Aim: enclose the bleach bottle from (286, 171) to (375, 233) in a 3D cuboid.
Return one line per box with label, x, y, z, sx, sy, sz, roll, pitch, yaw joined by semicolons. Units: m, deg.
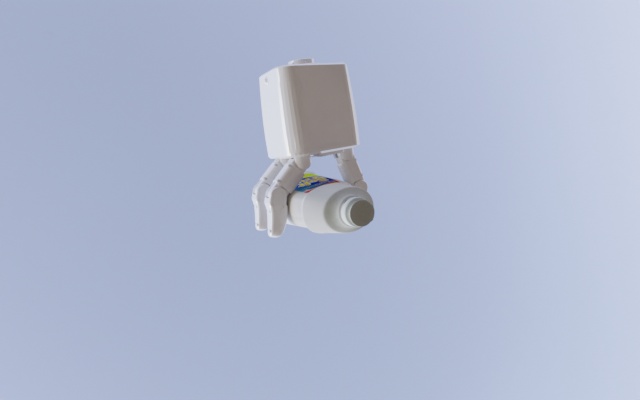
bleach bottle;0.000;0.002;0.598;0.102;0.068;0.251;-11;9;-22
